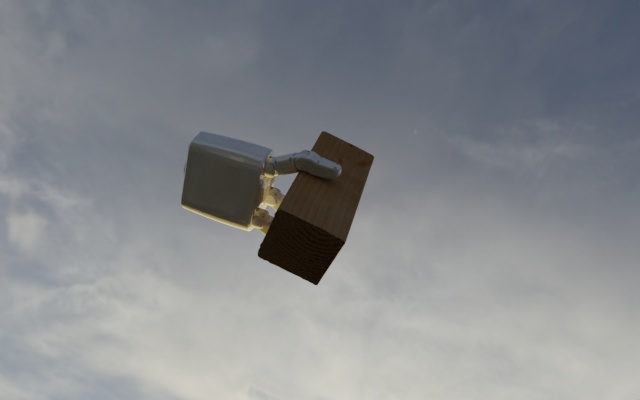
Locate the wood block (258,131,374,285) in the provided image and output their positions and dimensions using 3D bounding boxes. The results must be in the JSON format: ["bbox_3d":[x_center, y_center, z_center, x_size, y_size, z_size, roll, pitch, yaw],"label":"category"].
[{"bbox_3d":[0.000,0.002,0.659,0.090,0.091,0.206,27,38,-2],"label":"wood block"}]
